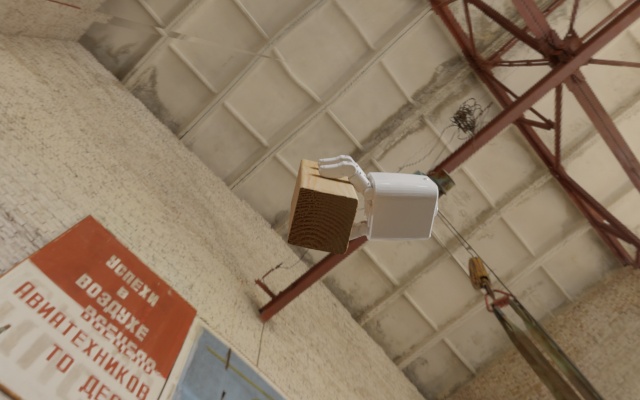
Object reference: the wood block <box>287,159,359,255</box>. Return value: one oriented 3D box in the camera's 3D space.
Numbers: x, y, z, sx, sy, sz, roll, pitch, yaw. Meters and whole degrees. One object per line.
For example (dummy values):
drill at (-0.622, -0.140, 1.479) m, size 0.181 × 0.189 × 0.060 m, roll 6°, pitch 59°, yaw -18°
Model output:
wood block at (0.000, 0.003, 0.787) m, size 0.090 × 0.091 × 0.206 m, roll 12°, pitch 15°, yaw -5°
